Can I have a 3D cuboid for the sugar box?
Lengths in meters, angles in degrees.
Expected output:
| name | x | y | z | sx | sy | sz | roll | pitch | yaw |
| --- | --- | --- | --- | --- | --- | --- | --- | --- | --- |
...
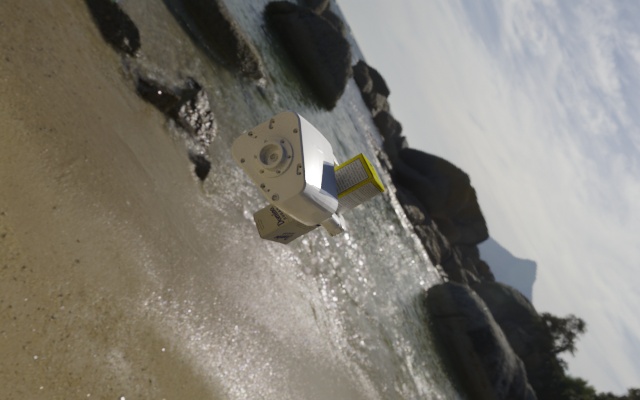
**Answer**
| name | x | y | z | sx | sy | sz | roll | pitch | yaw |
| --- | --- | --- | --- | --- | --- | --- | --- | --- | --- |
| sugar box | 0.000 | 0.002 | 0.679 | 0.176 | 0.048 | 0.093 | -26 | -18 | 12 |
